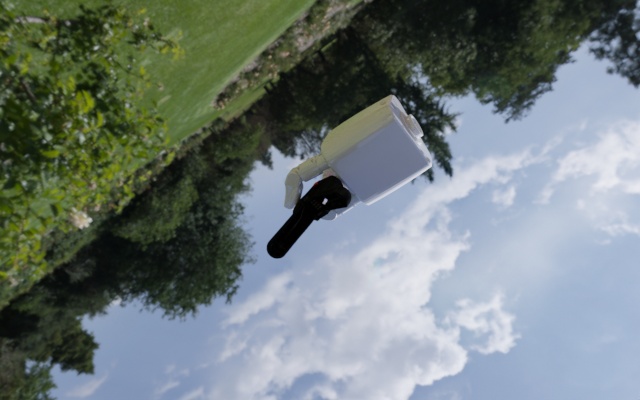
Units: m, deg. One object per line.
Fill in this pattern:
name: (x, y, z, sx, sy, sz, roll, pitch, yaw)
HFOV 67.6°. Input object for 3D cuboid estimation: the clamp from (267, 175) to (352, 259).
clamp: (0.000, 0.002, 0.604, 0.120, 0.039, 0.171, -31, 14, 23)
